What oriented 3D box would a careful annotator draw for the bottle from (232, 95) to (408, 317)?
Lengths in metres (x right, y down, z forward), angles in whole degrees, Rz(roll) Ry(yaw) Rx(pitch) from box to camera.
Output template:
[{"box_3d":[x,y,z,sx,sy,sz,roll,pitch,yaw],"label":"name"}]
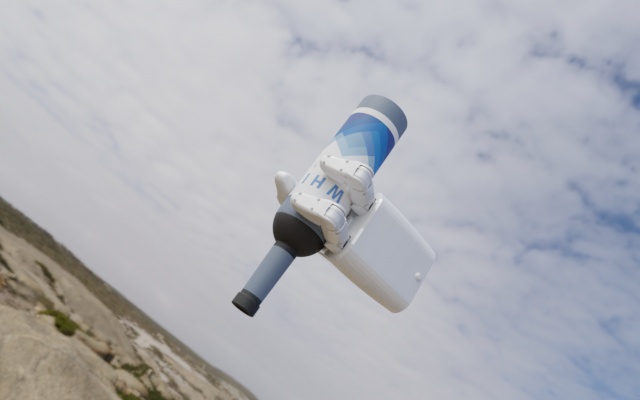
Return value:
[{"box_3d":[0.000,0.002,0.542,0.069,0.295,0.069,30,-24,15],"label":"bottle"}]
